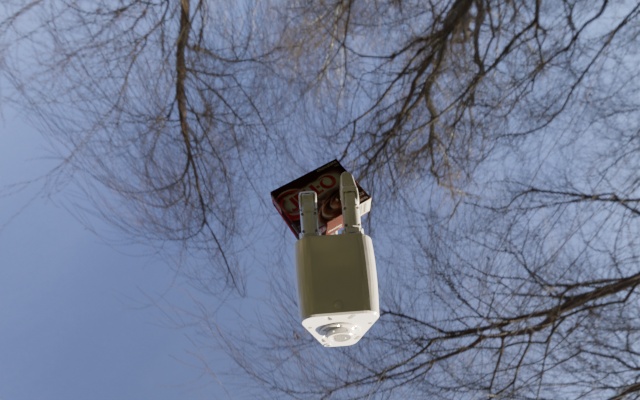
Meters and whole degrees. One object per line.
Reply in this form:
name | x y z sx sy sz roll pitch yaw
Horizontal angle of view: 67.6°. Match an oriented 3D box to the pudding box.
pudding box | 0.000 0.002 0.666 0.113 0.090 0.039 -27 -34 -18
